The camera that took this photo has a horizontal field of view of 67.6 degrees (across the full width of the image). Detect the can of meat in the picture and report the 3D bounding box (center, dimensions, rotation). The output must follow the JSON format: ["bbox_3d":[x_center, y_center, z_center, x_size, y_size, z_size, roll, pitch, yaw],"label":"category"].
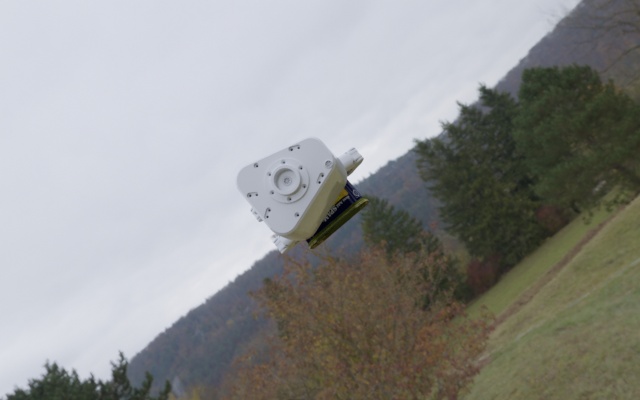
[{"bbox_3d":[0.000,0.002,0.655,0.102,0.084,0.057,-41,-10,6],"label":"can of meat"}]
